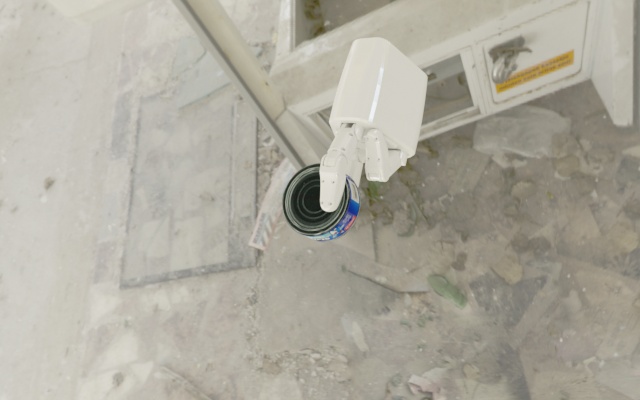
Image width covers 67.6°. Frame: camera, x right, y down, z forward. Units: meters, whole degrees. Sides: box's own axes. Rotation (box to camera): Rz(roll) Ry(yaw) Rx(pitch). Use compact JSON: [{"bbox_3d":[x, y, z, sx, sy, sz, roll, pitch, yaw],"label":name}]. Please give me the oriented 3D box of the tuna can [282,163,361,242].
[{"bbox_3d":[0.000,0.002,0.539,0.086,0.086,0.034,0,-14,27],"label":"tuna can"}]
